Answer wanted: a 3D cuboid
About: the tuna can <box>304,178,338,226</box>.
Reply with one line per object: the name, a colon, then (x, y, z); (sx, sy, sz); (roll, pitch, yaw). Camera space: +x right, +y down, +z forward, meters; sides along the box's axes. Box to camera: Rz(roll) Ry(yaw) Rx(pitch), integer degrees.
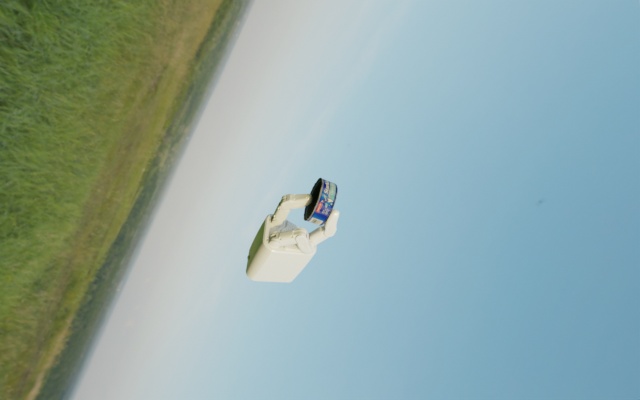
tuna can: (0.001, 0.003, 0.893); (0.034, 0.086, 0.086); (20, -5, -13)
